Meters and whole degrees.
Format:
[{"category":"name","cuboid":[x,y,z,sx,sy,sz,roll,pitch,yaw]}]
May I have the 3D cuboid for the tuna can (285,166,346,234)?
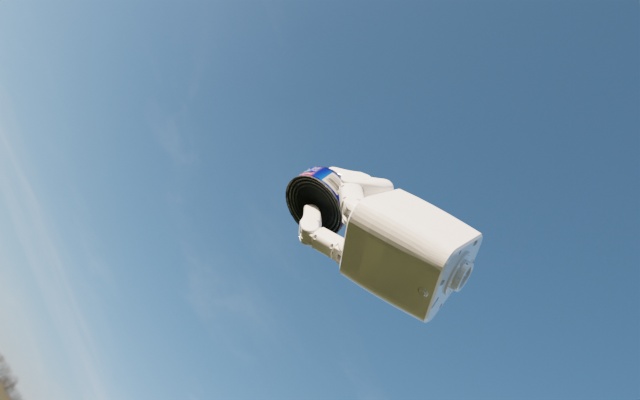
[{"category":"tuna can","cuboid":[0.000,0.002,0.589,0.086,0.086,0.033,0,26,42]}]
